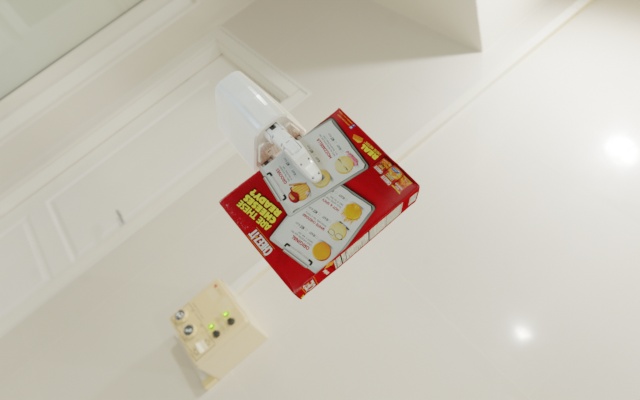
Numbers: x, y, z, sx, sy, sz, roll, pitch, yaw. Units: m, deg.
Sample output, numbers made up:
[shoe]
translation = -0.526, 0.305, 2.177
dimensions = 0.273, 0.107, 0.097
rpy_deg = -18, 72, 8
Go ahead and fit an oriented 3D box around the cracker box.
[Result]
[cracker box]
translation = 0.000, 0.002, 0.651
dimensions = 0.213, 0.164, 0.072
rpy_deg = -40, -20, -8
